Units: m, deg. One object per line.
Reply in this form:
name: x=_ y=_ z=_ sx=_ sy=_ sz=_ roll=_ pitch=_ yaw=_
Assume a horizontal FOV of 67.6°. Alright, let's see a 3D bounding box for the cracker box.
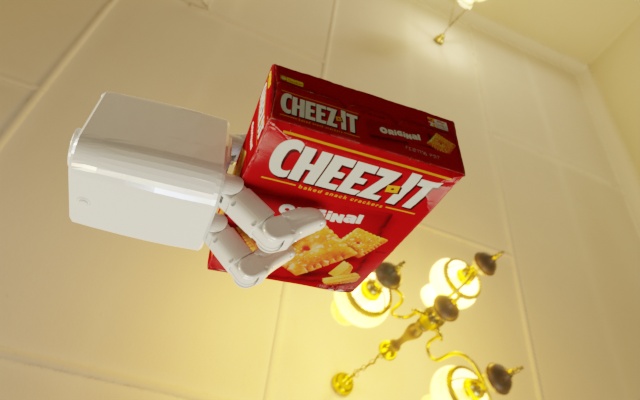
cracker box: x=0.000 y=0.001 z=0.438 sx=0.164 sy=0.072 sz=0.214 roll=13 pitch=-40 yaw=-18
